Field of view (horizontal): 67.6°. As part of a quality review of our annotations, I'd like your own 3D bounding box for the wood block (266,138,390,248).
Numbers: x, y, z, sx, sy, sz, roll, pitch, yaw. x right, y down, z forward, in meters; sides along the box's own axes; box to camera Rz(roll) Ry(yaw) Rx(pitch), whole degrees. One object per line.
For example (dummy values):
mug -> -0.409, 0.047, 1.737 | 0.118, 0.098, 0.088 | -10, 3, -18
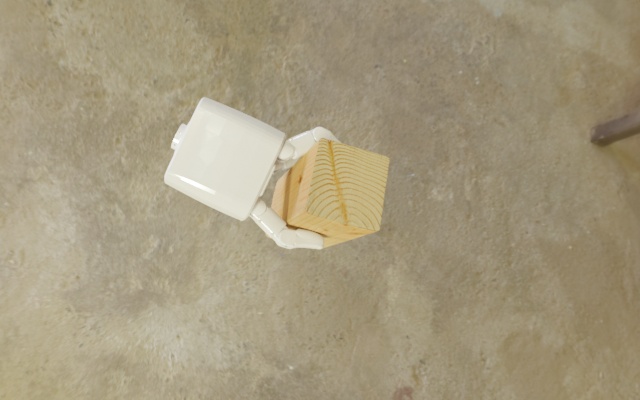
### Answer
wood block -> 0.000, 0.002, 0.623 | 0.090, 0.090, 0.206 | 15, -15, -15
